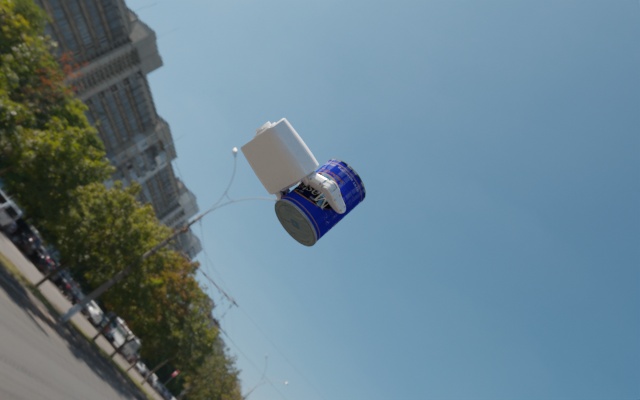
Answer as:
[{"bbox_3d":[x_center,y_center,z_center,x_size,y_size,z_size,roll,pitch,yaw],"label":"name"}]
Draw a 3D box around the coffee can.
[{"bbox_3d":[0.000,0.003,0.886,0.140,0.103,0.103,-40,21,-27],"label":"coffee can"}]
